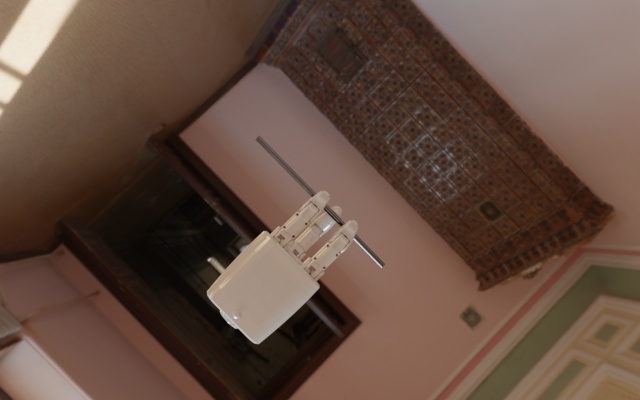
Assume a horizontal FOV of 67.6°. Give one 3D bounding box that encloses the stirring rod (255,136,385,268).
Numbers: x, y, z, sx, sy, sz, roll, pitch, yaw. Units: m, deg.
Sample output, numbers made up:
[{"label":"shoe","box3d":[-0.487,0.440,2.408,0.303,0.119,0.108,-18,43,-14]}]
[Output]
[{"label":"stirring rod","box3d":[0.000,0.002,0.640,0.011,0.239,0.011,-44,1,1]}]
